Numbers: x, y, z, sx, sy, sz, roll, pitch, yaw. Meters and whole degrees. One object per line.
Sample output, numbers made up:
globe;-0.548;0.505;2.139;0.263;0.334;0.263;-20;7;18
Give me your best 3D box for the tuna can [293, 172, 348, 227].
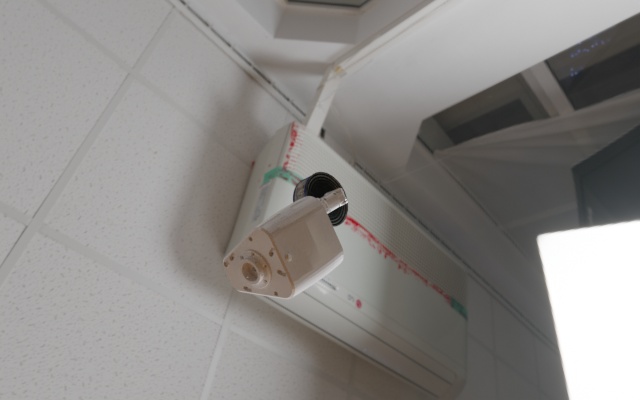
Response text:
tuna can;0.000;0.003;0.718;0.086;0.086;0.034;0;-17;-45
